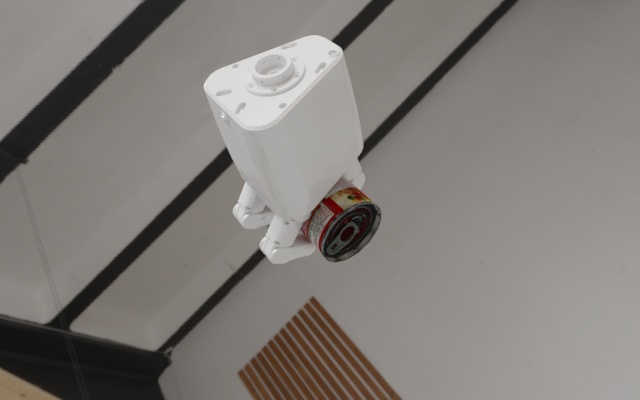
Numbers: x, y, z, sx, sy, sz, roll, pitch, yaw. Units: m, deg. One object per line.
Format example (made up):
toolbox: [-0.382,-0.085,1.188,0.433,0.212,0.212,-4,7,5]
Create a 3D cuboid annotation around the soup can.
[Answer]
soup can: [0.000,0.002,0.463,0.068,0.068,0.102,0,34,-45]
